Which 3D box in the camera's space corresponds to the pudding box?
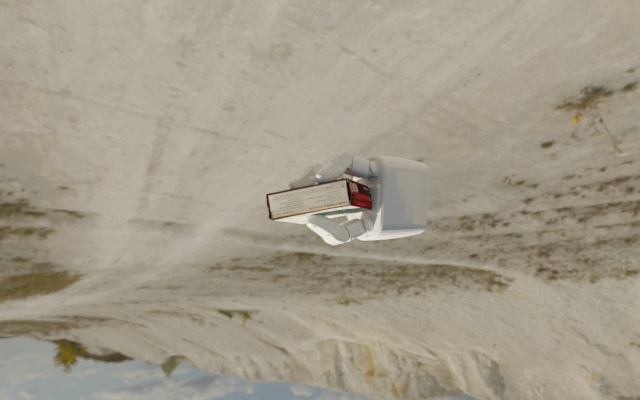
[{"bbox_3d":[0.000,0.002,0.617,0.113,0.039,0.090,-13,-10,20],"label":"pudding box"}]
